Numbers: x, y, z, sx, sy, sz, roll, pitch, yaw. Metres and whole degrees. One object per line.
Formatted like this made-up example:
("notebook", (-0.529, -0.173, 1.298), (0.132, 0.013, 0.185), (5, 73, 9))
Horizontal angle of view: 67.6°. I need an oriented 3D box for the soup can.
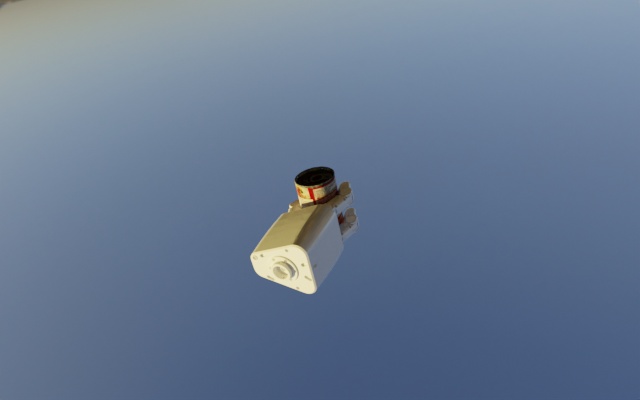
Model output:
("soup can", (0.000, 0.003, 0.814), (0.068, 0.102, 0.068), (-10, 29, 6))
